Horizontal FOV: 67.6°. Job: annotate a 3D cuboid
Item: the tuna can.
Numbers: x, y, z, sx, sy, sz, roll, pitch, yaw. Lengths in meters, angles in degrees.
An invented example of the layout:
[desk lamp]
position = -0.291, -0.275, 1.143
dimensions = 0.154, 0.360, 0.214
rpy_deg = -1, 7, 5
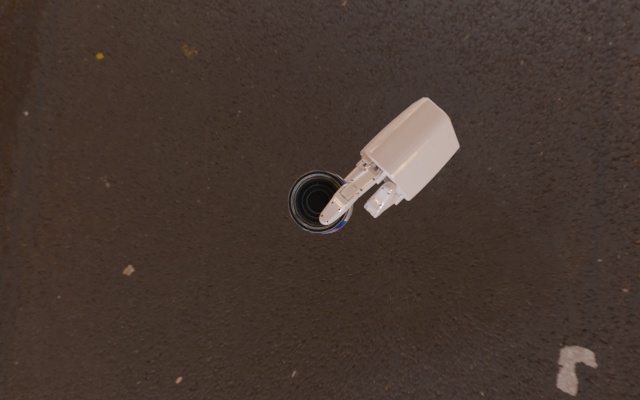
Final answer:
[tuna can]
position = 0.000, 0.002, 0.639
dimensions = 0.086, 0.086, 0.034
rpy_deg = 0, -3, 12
